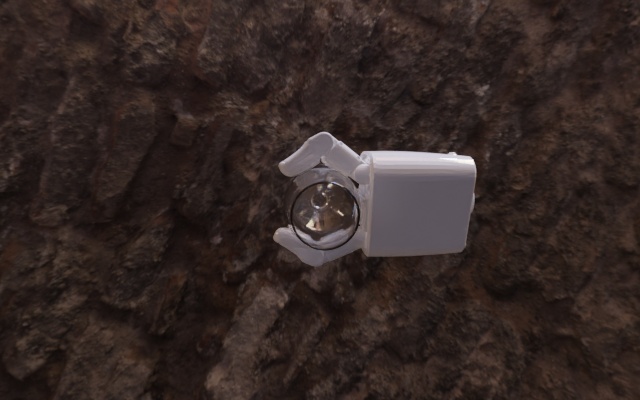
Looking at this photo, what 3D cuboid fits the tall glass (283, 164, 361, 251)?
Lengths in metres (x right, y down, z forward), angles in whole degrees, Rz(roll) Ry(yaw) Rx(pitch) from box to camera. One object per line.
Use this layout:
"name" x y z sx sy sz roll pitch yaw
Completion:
"tall glass" 0.000 0.002 0.517 0.079 0.079 0.201 0 7 -2
